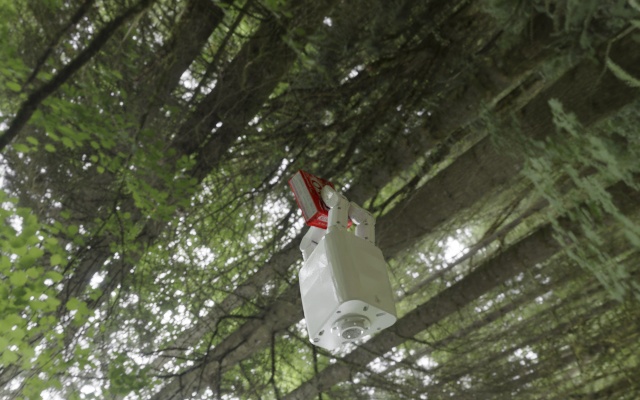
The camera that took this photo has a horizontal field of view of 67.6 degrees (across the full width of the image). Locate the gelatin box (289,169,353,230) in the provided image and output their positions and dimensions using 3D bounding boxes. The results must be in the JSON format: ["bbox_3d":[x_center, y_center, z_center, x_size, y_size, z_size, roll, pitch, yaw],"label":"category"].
[{"bbox_3d":[0.000,0.002,0.702,0.073,0.089,0.030,20,-56,-43],"label":"gelatin box"}]
